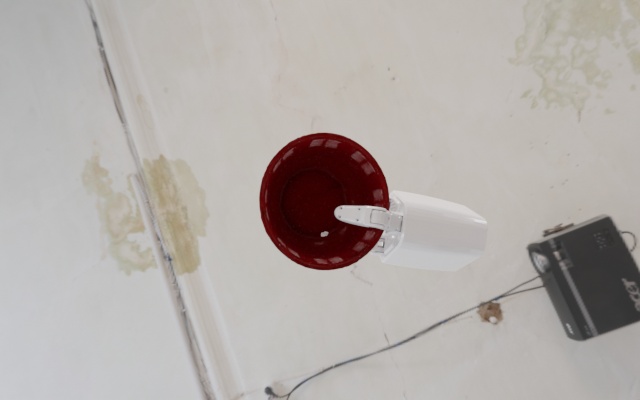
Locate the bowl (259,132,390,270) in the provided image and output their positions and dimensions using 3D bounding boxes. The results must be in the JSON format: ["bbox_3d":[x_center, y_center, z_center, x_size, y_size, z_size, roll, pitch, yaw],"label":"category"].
[{"bbox_3d":[-0.001,0.001,0.581,0.162,0.162,0.055,0,-2,-18],"label":"bowl"}]
